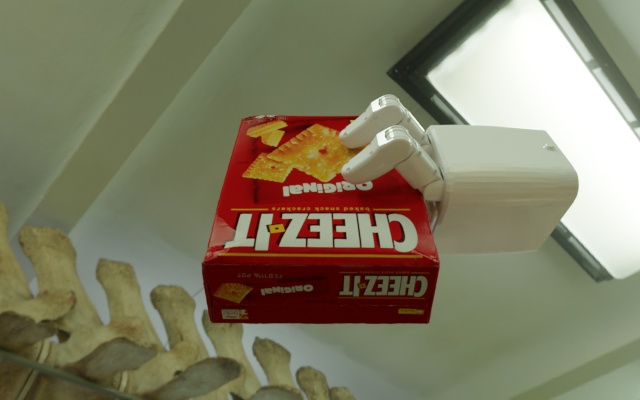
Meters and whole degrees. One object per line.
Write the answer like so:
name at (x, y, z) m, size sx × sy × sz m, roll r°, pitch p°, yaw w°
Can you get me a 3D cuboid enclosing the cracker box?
cracker box at (0.000, 0.001, 0.416) m, size 0.164 × 0.072 × 0.213 m, roll 0°, pitch 37°, yaw 0°
